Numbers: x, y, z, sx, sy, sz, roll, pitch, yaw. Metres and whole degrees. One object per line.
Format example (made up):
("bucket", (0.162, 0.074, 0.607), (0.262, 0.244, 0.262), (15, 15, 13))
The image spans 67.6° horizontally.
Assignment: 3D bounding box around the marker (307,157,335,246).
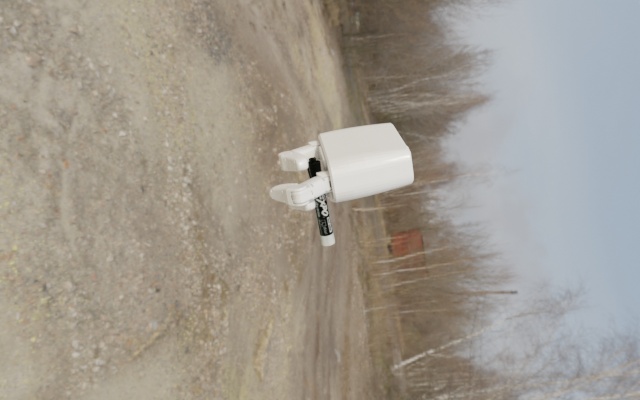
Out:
("marker", (0.000, 0.002, 0.627), (0.020, 0.121, 0.020), (-10, 19, 3))
